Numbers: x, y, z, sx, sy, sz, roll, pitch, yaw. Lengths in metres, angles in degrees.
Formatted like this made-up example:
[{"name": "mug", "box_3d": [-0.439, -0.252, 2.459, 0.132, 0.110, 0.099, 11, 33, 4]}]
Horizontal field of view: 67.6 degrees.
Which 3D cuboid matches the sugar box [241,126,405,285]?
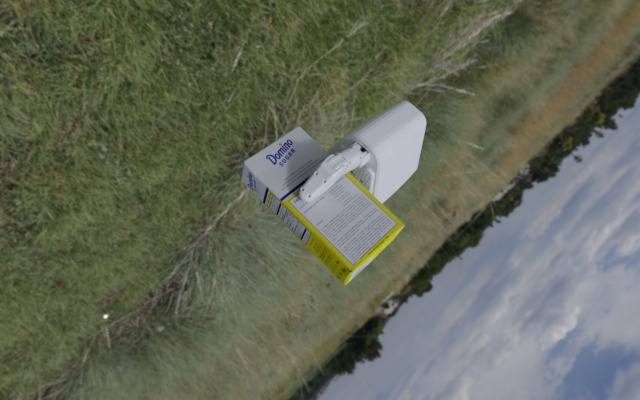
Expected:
[{"name": "sugar box", "box_3d": [0.000, 0.002, 0.554, 0.093, 0.176, 0.048, -38, -17, -30]}]
